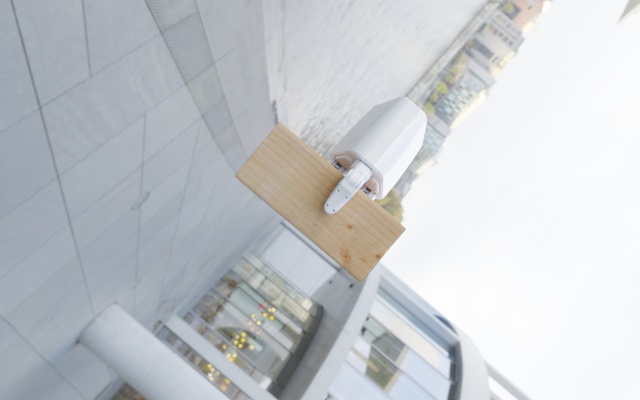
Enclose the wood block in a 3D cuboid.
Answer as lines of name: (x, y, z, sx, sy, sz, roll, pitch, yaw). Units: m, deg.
wood block: (0.000, 0.002, 0.630, 0.206, 0.090, 0.091, 40, 1, 1)
